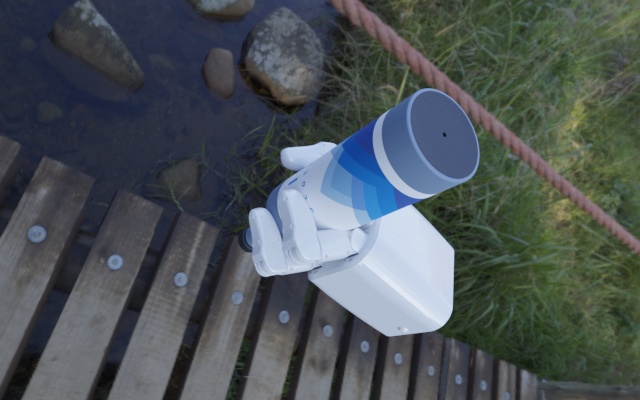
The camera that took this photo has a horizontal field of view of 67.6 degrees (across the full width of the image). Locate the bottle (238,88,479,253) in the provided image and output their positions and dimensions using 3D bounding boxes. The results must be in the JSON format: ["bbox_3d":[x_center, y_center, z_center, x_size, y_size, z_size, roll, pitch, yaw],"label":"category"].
[{"bbox_3d":[0.000,0.001,0.423,0.069,0.069,0.296,0,-18,-35],"label":"bottle"}]
